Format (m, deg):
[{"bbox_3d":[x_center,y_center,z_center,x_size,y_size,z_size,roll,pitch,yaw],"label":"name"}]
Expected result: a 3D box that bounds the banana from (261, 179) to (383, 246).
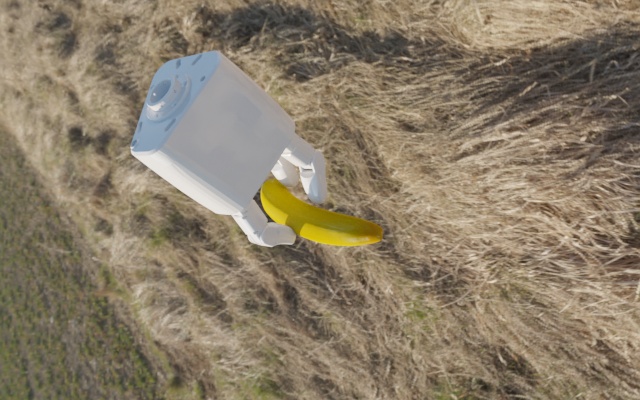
[{"bbox_3d":[-0.016,0.010,0.546,0.069,0.037,0.197,-34,40,-20],"label":"banana"}]
